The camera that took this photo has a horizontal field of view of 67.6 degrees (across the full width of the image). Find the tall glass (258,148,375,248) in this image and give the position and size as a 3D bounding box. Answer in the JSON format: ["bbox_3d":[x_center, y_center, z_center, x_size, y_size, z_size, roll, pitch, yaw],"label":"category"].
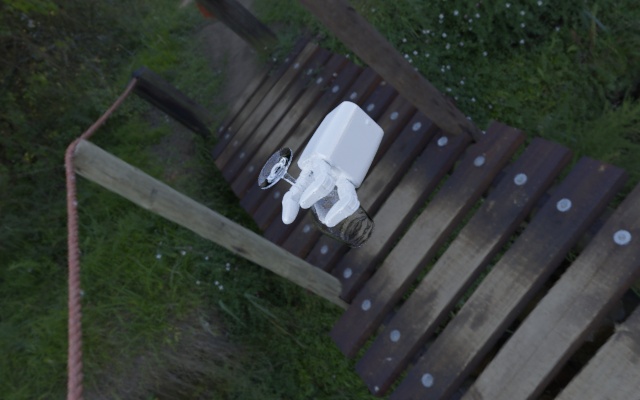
[{"bbox_3d":[0.000,0.002,0.766,0.201,0.079,0.079,37,-21,-30],"label":"tall glass"}]
